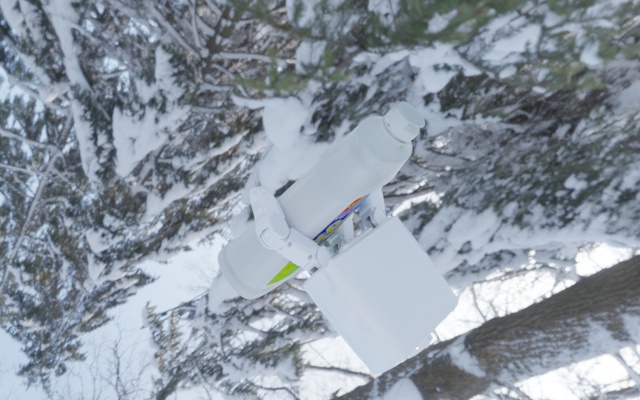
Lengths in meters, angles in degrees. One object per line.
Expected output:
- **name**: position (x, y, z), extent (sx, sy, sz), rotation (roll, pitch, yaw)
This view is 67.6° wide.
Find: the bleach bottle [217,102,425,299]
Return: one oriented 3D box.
- **bleach bottle**: position (0.000, 0.001, 0.462), extent (0.102, 0.068, 0.251), rotation (-24, -17, -51)
